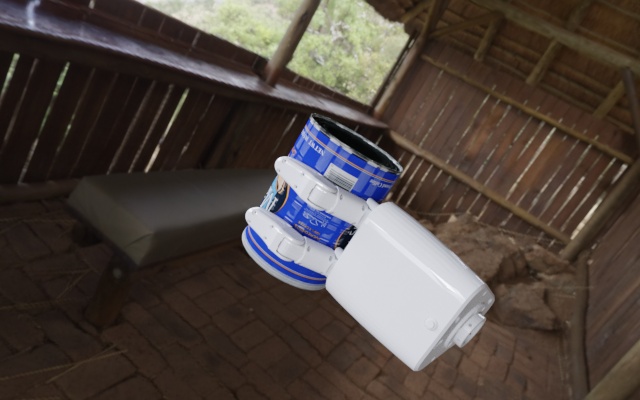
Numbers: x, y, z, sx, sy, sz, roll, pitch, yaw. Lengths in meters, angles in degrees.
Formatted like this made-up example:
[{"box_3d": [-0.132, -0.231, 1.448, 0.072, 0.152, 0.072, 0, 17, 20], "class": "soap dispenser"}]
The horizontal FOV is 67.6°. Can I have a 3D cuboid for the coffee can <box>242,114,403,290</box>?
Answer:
[{"box_3d": [0.000, 0.002, 0.471, 0.103, 0.140, 0.102, 29, 17, -10], "class": "coffee can"}]
